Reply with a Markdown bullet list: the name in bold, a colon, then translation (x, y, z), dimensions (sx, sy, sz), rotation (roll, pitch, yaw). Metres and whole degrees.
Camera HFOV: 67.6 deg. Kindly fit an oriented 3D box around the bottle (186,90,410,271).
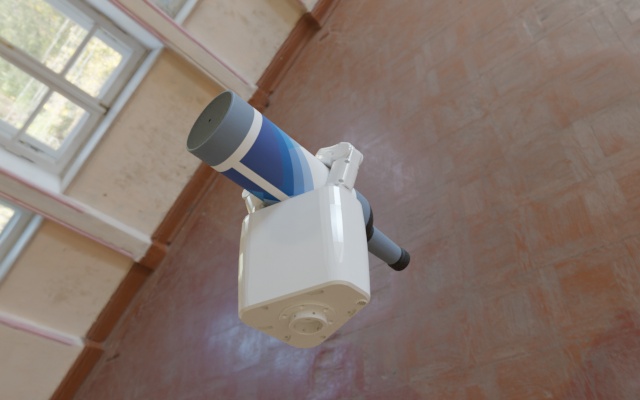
- **bottle**: translation (0.000, 0.001, 0.504), dimensions (0.296, 0.069, 0.069), rotation (36, -22, -33)
